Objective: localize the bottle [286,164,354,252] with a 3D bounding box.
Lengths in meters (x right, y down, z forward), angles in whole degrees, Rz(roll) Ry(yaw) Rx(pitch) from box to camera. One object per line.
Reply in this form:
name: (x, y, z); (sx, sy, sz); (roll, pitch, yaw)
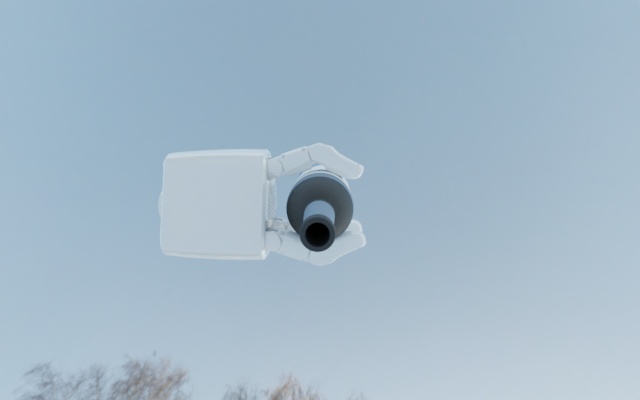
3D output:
bottle: (0.000, 0.002, 0.504); (0.069, 0.069, 0.295); (0, 9, 1)
